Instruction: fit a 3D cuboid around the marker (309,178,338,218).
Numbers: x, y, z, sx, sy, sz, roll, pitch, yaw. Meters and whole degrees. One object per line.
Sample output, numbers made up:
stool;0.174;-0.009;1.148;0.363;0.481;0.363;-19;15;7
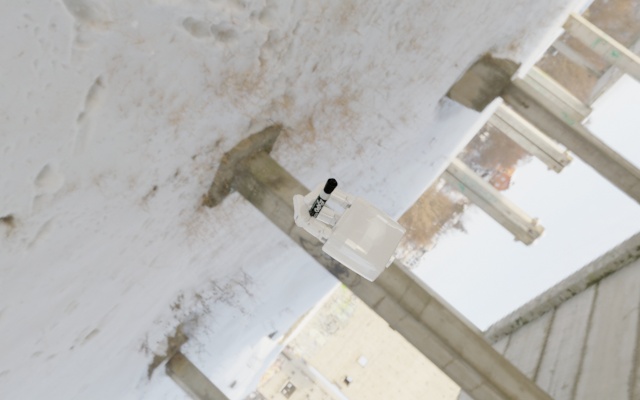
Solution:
marker;0.000;0.003;0.803;0.020;0.020;0.121;0;-35;-26
